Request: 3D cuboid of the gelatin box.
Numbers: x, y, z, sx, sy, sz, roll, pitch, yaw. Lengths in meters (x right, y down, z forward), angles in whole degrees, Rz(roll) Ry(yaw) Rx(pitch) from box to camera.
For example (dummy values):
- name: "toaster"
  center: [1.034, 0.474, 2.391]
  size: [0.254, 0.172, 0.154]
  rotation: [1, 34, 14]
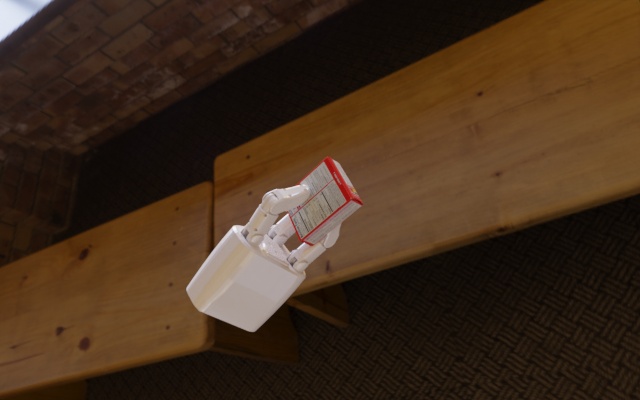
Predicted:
- name: "gelatin box"
  center: [0.000, 0.002, 0.597]
  size: [0.089, 0.073, 0.030]
  rotation: [-42, -37, 19]
